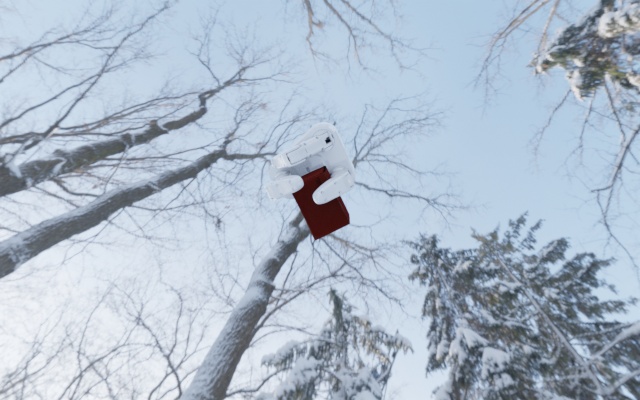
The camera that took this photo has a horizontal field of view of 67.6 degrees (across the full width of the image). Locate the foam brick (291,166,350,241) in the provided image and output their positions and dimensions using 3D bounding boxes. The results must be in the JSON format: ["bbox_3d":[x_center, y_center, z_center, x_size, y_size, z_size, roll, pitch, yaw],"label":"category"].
[{"bbox_3d":[0.000,0.002,0.628,0.053,0.078,0.051,-24,10,7],"label":"foam brick"}]
